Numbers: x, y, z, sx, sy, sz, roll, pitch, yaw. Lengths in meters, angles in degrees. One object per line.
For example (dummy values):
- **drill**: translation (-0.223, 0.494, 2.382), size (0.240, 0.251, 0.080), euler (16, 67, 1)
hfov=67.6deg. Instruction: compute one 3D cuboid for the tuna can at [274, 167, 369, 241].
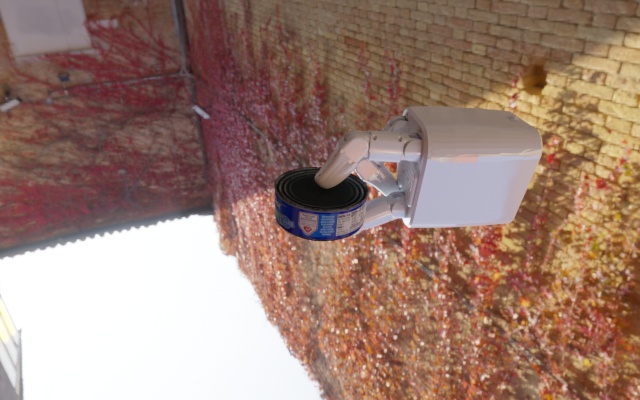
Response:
- **tuna can**: translation (0.000, 0.002, 0.440), size (0.086, 0.034, 0.086), euler (3, 29, -2)
